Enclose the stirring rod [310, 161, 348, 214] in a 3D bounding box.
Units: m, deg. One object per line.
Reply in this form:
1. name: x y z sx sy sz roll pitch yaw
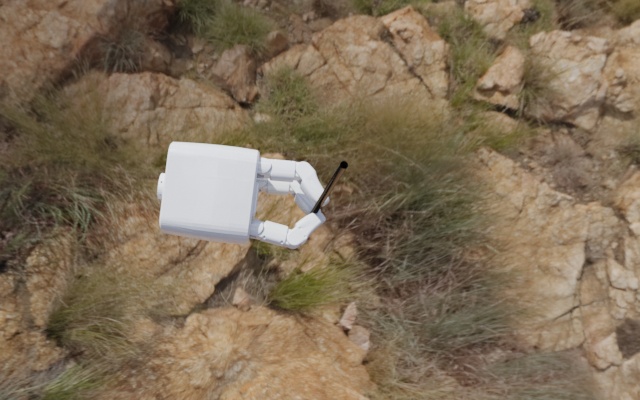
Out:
1. stirring rod: 0.000 0.002 0.567 0.011 0.011 0.240 0 -17 -11
